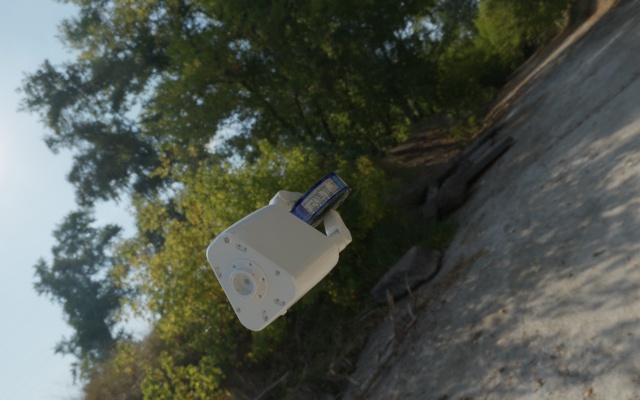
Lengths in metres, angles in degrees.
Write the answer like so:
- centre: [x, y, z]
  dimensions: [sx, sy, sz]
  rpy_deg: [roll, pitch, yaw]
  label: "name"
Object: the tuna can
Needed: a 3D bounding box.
- centre: [0.000, 0.002, 0.649]
  dimensions: [0.086, 0.033, 0.086]
  rpy_deg: [-42, -9, -8]
  label: "tuna can"
